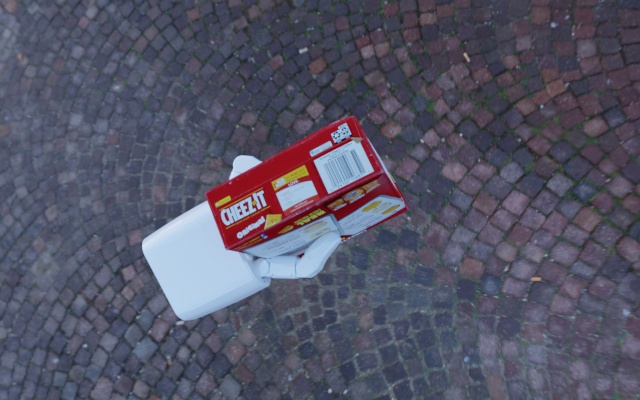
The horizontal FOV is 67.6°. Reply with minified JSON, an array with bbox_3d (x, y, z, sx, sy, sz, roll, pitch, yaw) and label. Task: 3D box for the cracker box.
[{"bbox_3d":[0.000,0.002,0.531,0.164,0.072,0.214,-27,-16,10],"label":"cracker box"}]
